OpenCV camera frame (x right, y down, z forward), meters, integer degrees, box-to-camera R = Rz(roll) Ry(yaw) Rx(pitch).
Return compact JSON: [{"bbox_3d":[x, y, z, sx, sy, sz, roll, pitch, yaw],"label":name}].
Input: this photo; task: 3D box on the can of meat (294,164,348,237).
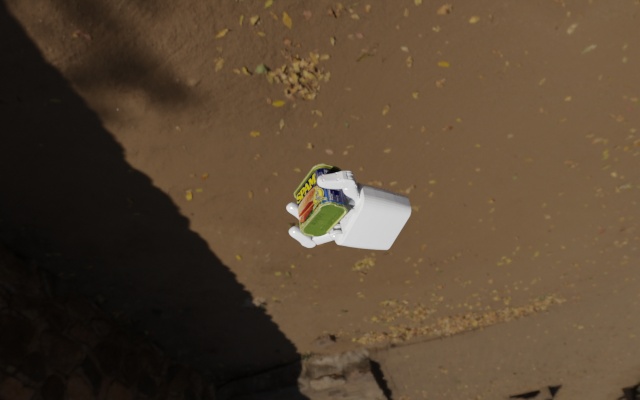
[{"bbox_3d":[0.000,0.003,0.816,0.057,0.084,0.102,13,-42,-28],"label":"can of meat"}]
